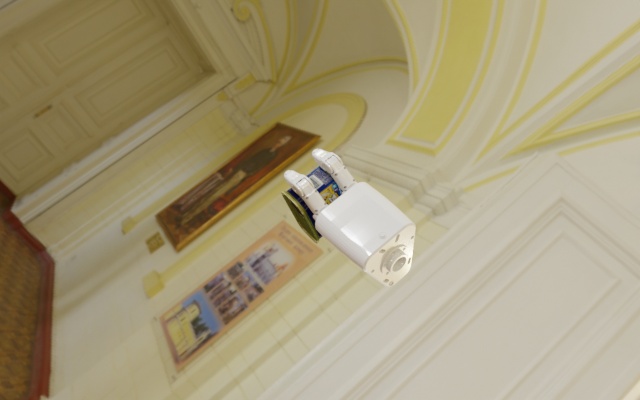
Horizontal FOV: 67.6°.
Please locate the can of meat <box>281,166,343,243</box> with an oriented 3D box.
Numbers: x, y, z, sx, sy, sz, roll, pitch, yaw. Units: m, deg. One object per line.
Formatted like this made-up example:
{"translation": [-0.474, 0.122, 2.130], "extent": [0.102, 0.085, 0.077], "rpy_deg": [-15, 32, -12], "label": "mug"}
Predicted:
{"translation": [0.000, 0.002, 0.731], "extent": [0.084, 0.102, 0.057], "rpy_deg": [-38, 47, -12], "label": "can of meat"}
